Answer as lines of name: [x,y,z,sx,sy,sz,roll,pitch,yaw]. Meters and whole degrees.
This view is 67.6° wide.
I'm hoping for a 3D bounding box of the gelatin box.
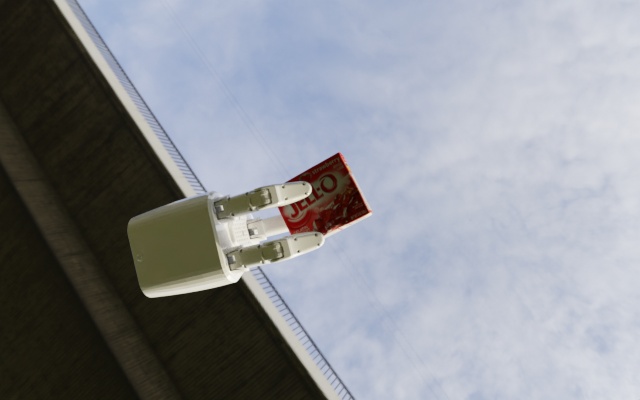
gelatin box: [0.000,0.002,0.515,0.089,0.073,0.030,-28,-9,10]
